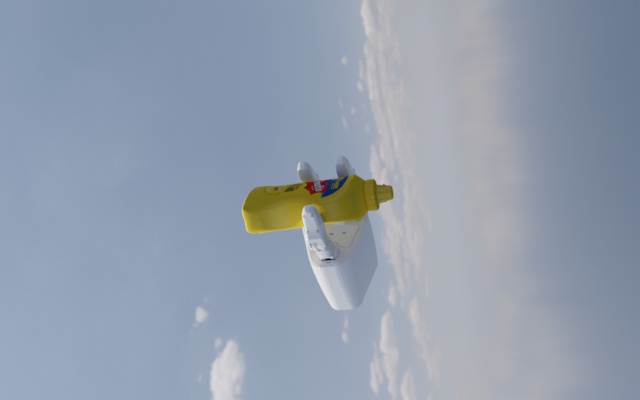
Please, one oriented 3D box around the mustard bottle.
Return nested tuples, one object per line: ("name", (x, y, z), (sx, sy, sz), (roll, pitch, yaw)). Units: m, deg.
("mustard bottle", (0.000, 0.002, 0.632), (0.191, 0.058, 0.096), (-7, 16, 15))
